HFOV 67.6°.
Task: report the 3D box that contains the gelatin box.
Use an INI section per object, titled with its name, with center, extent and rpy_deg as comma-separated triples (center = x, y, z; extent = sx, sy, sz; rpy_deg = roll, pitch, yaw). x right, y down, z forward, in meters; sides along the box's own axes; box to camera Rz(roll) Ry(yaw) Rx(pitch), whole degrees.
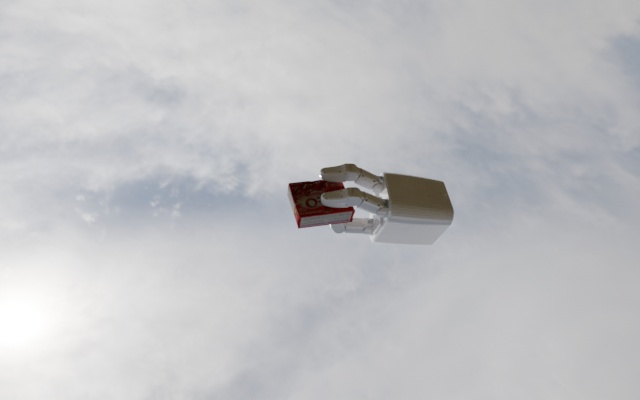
[gelatin box]
center = 0.000, 0.003, 0.735
extent = 0.089, 0.073, 0.030
rpy_deg = -7, -41, -15
